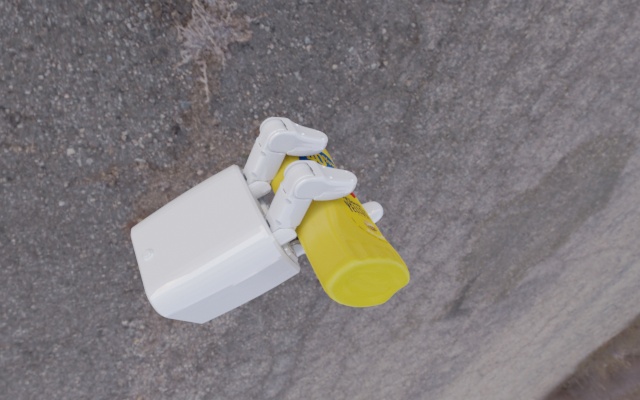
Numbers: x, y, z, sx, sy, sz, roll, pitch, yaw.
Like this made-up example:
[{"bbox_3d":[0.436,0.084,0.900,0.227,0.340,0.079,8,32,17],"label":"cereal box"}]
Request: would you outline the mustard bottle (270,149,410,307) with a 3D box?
[{"bbox_3d":[0.000,0.001,0.427,0.058,0.191,0.096,-45,-38,17],"label":"mustard bottle"}]
